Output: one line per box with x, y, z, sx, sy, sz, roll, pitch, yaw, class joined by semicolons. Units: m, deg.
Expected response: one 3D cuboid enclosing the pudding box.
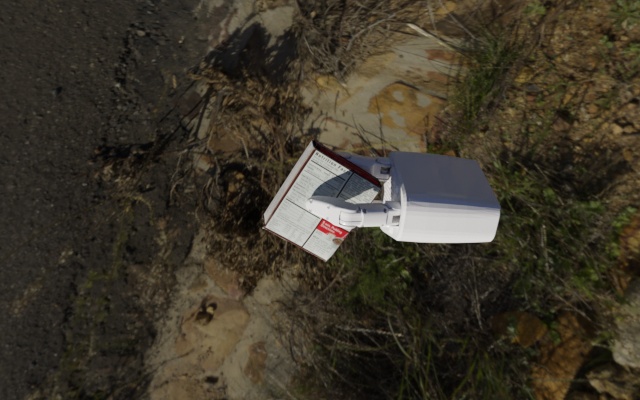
0.000;0.002;0.536;0.090;0.113;0.039;30;15;-15;pudding box
